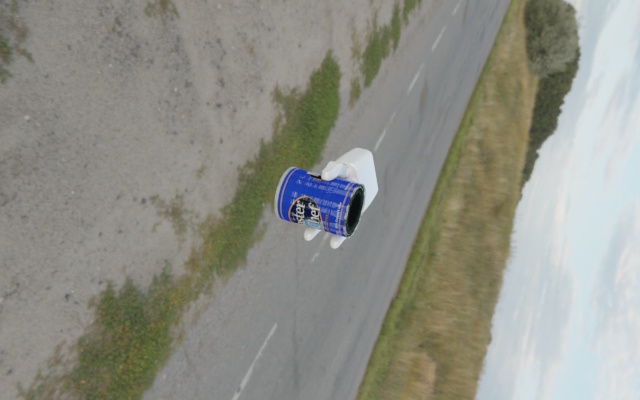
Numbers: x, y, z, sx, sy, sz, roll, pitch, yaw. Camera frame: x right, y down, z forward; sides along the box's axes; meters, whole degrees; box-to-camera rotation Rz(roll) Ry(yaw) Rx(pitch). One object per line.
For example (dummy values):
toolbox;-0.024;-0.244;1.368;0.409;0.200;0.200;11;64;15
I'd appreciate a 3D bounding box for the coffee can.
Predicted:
coffee can;0.000;0.003;0.880;0.140;0.103;0.103;15;5;20
